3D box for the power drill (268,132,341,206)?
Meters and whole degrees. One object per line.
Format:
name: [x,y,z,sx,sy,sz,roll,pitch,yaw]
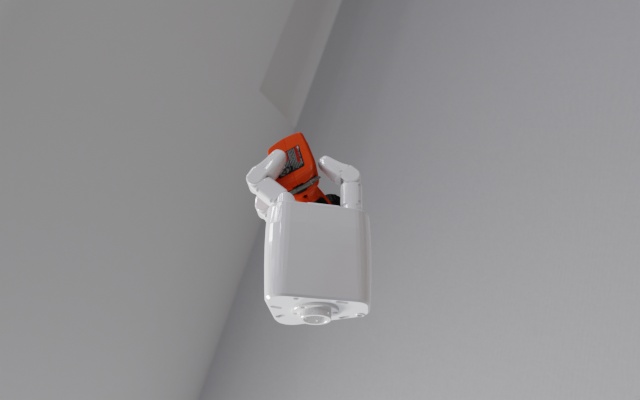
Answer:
power drill: [0.000,0.002,0.644,0.057,0.188,0.184,-30,35,7]
